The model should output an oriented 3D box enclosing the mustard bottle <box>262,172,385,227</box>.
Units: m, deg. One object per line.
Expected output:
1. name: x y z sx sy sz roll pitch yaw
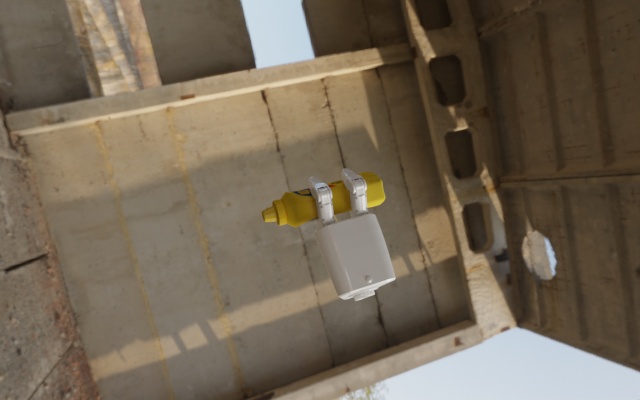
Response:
1. mustard bottle: 0.000 0.002 0.770 0.191 0.058 0.096 -15 10 -14
